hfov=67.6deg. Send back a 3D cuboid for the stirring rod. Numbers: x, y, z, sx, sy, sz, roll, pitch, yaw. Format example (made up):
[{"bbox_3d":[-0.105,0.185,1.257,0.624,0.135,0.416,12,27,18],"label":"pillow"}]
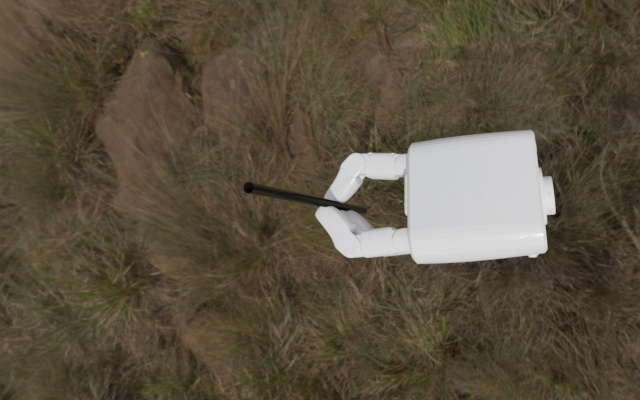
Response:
[{"bbox_3d":[0.000,0.001,0.434,0.011,0.011,0.239,0,-5,24],"label":"stirring rod"}]
